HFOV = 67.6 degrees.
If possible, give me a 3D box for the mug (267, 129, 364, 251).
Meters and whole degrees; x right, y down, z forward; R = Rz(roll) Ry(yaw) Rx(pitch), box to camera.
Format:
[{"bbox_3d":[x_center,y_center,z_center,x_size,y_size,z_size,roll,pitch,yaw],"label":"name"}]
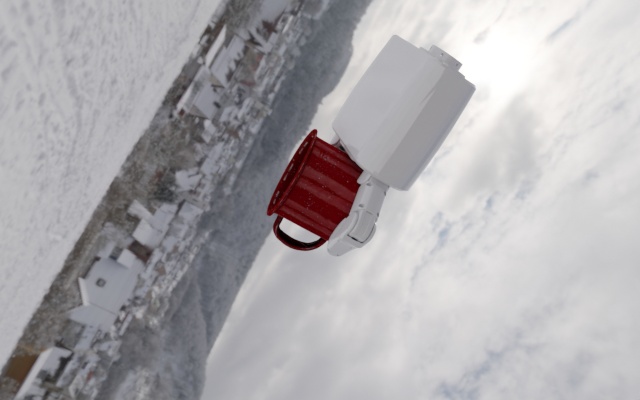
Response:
[{"bbox_3d":[0.000,0.003,0.460,0.081,0.117,0.093,29,20,-12],"label":"mug"}]
